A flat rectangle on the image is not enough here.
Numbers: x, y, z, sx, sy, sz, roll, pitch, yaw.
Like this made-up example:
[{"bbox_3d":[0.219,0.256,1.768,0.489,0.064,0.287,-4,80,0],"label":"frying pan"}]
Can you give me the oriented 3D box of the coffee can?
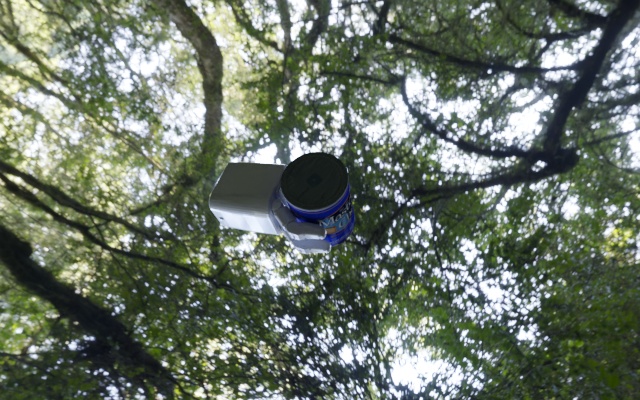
[{"bbox_3d":[0.000,0.002,0.771,0.103,0.102,0.140,0,-29,9],"label":"coffee can"}]
